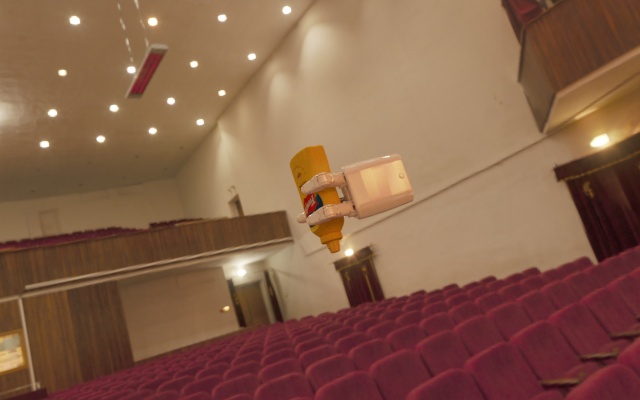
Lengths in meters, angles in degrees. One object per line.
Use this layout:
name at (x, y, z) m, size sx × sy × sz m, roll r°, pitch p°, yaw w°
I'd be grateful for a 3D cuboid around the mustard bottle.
mustard bottle at (0.000, 0.003, 0.871) m, size 0.058 × 0.191 × 0.096 m, roll -10°, pitch -14°, yaw -29°
